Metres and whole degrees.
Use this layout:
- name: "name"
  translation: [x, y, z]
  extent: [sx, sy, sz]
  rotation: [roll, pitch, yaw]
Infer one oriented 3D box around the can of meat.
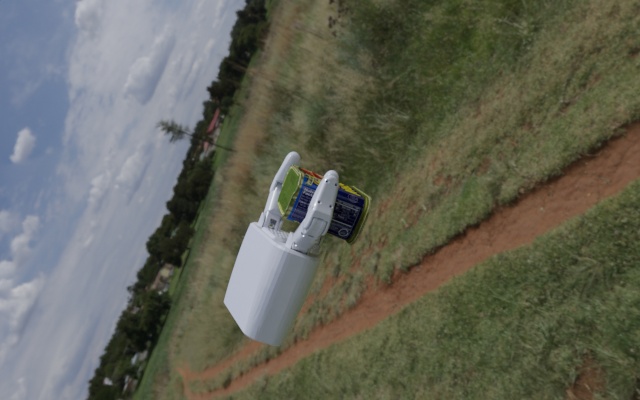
- name: "can of meat"
  translation: [0.000, 0.002, 0.541]
  extent: [0.084, 0.057, 0.102]
  rotation: [21, 7, -13]
